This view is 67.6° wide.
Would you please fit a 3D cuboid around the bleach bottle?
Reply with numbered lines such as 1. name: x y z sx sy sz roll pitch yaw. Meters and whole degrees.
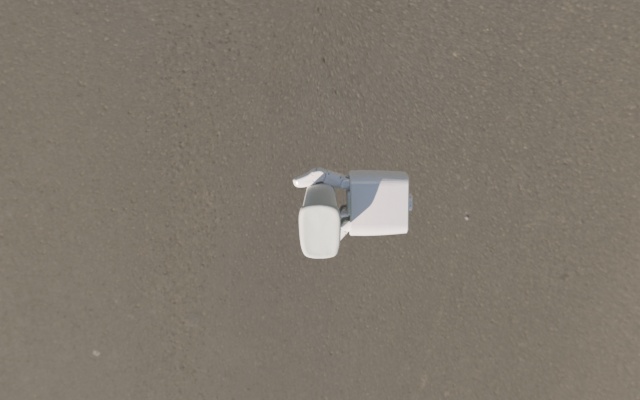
1. bleach bottle: 0.000 0.003 0.878 0.068 0.103 0.250 -1 24 1
